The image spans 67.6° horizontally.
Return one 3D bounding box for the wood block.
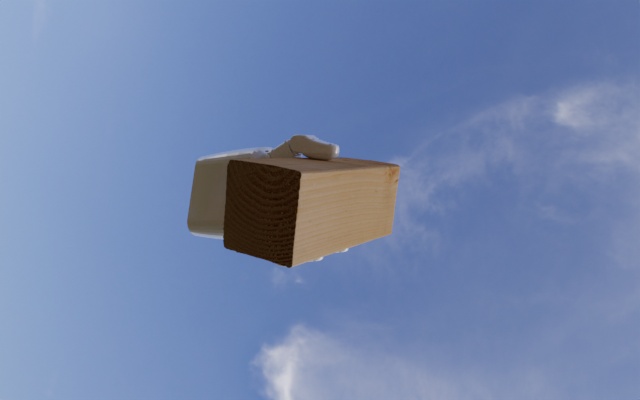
[{"bbox_3d":[0.000,0.001,0.527,0.090,0.091,0.206,11,12,32],"label":"wood block"}]
